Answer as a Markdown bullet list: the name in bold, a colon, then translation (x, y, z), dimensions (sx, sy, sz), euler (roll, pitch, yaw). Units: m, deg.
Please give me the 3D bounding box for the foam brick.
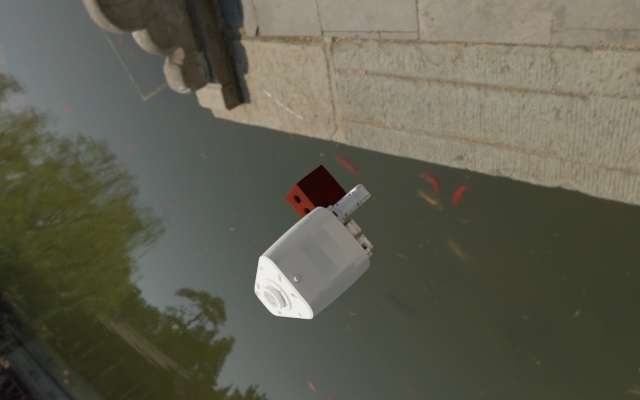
- **foam brick**: translation (0.000, 0.002, 0.646), dimensions (0.051, 0.078, 0.053), euler (-38, -4, -29)
